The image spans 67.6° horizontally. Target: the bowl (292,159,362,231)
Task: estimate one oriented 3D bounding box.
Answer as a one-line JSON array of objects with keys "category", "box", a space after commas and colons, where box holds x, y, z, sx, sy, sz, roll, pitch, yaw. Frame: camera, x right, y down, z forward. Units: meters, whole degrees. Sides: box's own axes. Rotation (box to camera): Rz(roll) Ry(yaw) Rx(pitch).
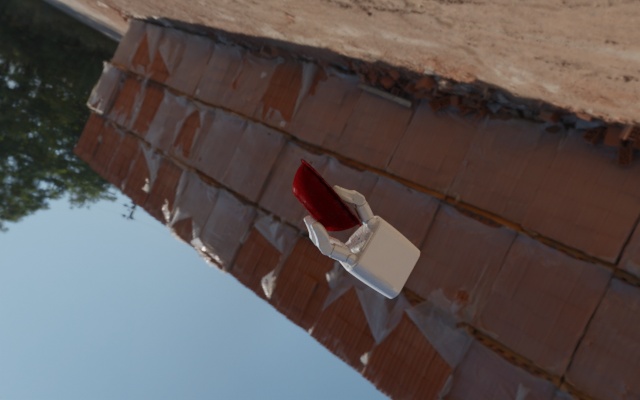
[{"category": "bowl", "box": [-0.001, 0.002, 0.850, 0.055, 0.162, 0.162, -41, 2, -2]}]
